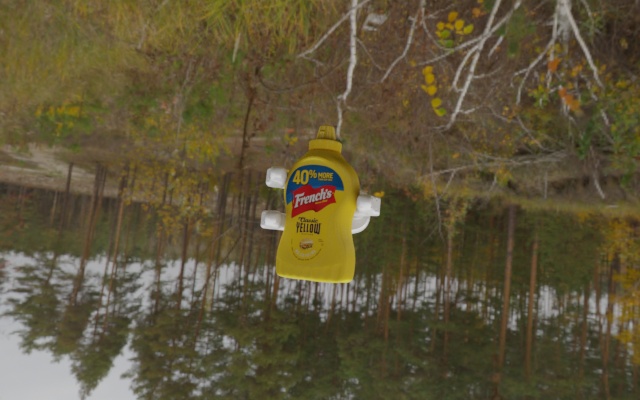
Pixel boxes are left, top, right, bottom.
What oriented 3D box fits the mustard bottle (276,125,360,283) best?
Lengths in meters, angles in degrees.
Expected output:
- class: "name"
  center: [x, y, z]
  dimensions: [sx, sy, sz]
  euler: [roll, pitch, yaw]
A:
- class: "mustard bottle"
  center: [0.000, 0.002, 0.590]
  dimensions: [0.096, 0.191, 0.058]
  euler: [2, -7, 29]
